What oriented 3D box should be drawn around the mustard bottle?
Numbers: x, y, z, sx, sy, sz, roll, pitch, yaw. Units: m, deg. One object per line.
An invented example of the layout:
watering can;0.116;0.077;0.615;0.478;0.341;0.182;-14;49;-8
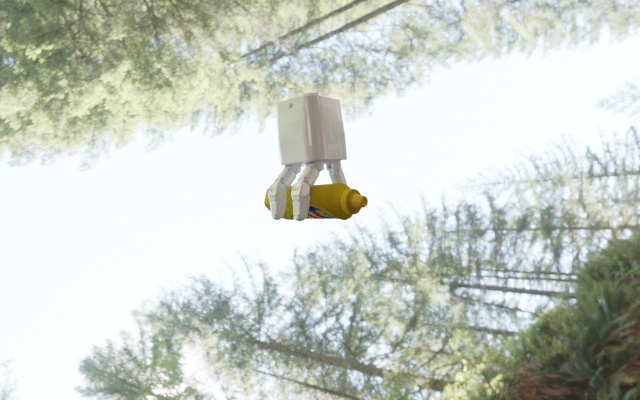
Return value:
mustard bottle;0.000;0.003;0.788;0.191;0.058;0.096;-2;-20;45
